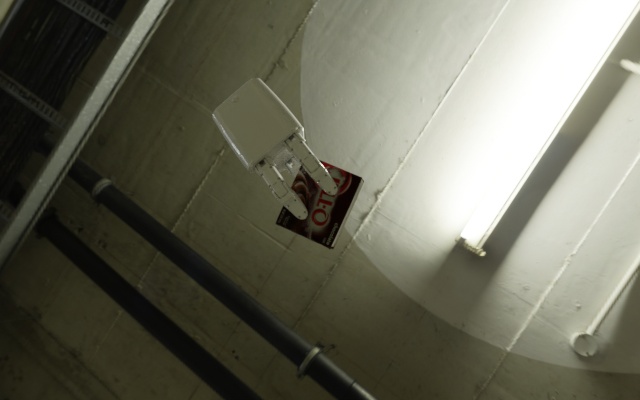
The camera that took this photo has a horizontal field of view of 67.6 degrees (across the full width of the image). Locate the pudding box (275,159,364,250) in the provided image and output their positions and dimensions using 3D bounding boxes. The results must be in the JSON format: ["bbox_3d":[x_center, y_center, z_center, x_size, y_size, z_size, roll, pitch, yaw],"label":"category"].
[{"bbox_3d":[0.000,0.002,0.690,0.090,0.113,0.039,23,0,15],"label":"pudding box"}]
